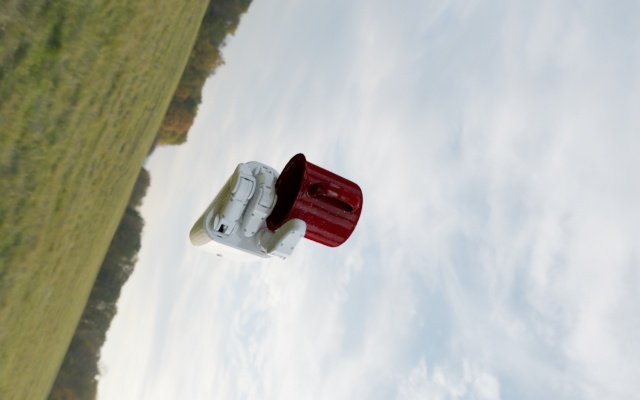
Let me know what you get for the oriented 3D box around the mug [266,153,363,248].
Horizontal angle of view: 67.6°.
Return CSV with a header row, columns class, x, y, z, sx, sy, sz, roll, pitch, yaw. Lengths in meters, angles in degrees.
class,x,y,z,sx,sy,sz,roll,pitch,yaw
mug,0.001,0.001,0.531,0.081,0.093,0.117,23,-20,-22
